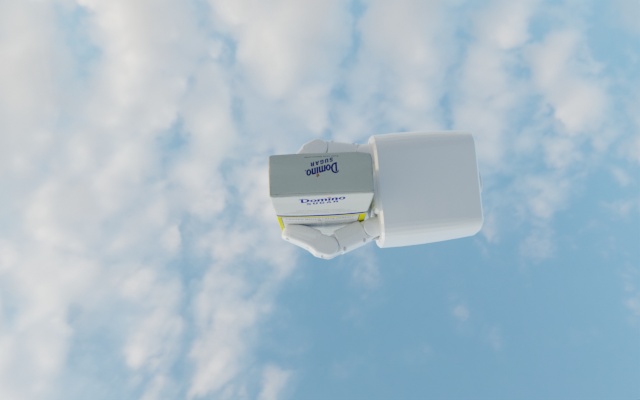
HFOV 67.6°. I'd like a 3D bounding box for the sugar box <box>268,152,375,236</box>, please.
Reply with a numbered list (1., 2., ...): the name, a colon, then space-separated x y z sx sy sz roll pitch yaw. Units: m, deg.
1. sugar box: 0.000 0.001 0.493 0.093 0.048 0.176 -2 -19 -2
